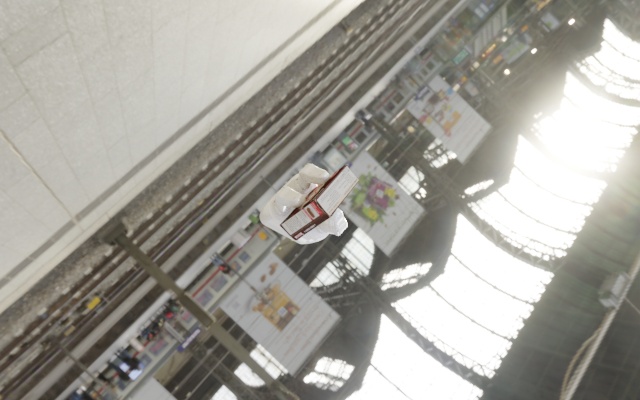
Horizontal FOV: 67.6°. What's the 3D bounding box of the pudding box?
[{"bbox_3d":[0.000,0.003,0.728,0.090,0.039,0.113,-37,10,41],"label":"pudding box"}]
